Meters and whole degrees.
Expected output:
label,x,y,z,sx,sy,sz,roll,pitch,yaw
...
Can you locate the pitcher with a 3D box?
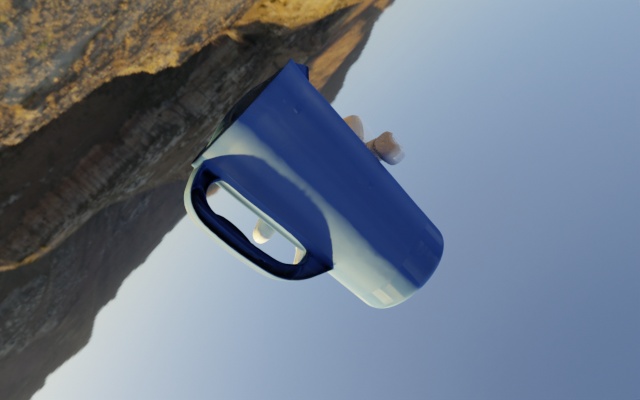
label,x,y,z,sx,sy,sz,roll,pitch,yaw
pitcher,0.000,0.001,0.465,0.149,0.243,0.145,-41,16,18
